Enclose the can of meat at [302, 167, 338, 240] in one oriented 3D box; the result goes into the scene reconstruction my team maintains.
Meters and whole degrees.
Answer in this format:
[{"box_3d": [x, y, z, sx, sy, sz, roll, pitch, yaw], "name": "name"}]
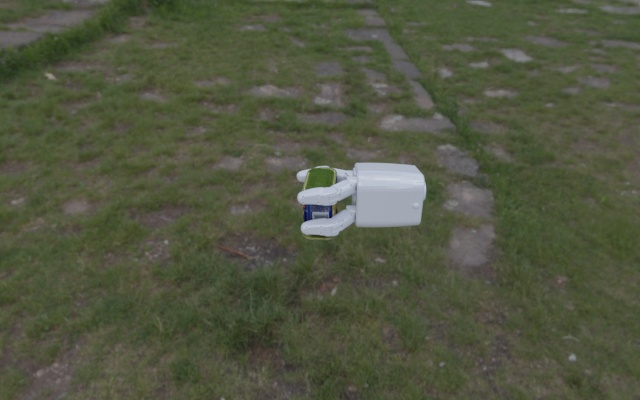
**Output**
[{"box_3d": [0.000, 0.002, 0.798, 0.057, 0.084, 0.102, 2, 32, 5], "name": "can of meat"}]
